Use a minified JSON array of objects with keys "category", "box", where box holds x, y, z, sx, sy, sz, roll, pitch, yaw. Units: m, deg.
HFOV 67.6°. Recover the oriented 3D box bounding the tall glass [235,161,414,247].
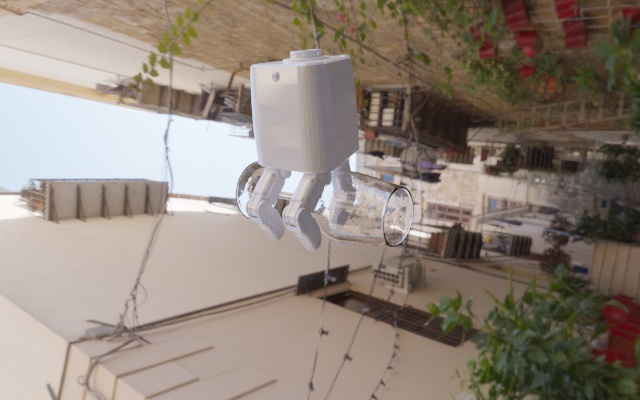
[{"category":"tall glass","box":[0.000,0.002,0.533,0.201,0.079,0.079,11,7,37]}]
